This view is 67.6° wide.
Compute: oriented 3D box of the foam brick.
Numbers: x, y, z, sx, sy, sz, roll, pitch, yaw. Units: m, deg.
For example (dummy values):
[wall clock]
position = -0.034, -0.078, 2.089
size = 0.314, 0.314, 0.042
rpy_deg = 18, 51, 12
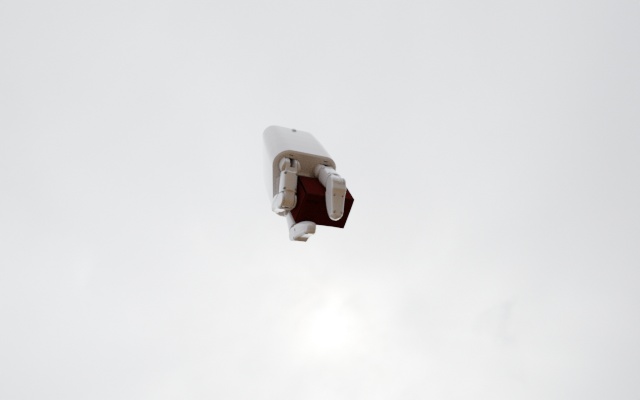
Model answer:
[foam brick]
position = 0.000, 0.002, 0.689
size = 0.078, 0.053, 0.051
rpy_deg = 9, 28, -24
